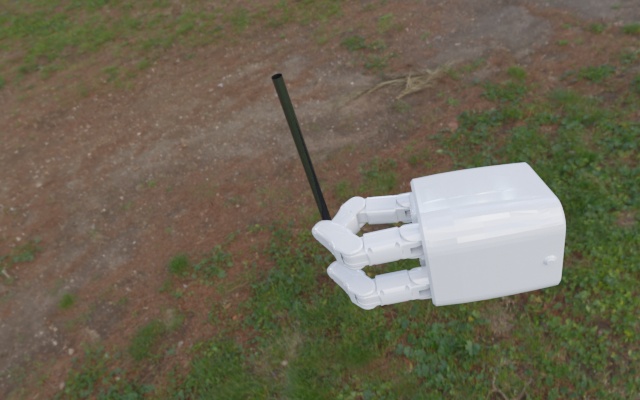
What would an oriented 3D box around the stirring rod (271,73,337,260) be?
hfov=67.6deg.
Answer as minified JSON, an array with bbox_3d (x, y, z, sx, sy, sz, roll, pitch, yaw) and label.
[{"bbox_3d":[0.000,0.001,0.411,0.011,0.240,0.011,-11,40,10],"label":"stirring rod"}]
